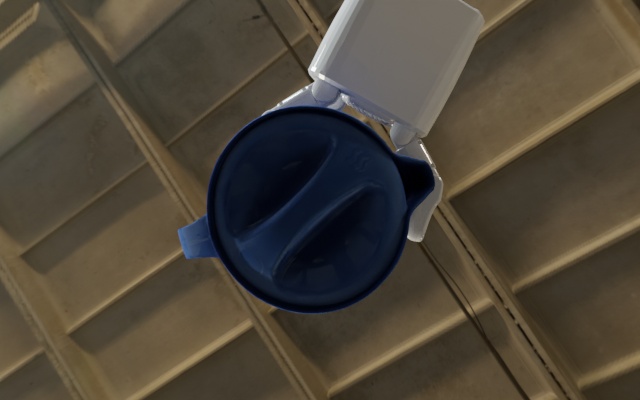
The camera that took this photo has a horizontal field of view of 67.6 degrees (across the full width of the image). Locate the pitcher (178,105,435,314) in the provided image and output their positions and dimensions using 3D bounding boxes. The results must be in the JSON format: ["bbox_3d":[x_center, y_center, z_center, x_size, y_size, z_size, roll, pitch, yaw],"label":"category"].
[{"bbox_3d":[0.000,0.001,0.416,0.149,0.145,0.243,28,8,7],"label":"pitcher"}]
